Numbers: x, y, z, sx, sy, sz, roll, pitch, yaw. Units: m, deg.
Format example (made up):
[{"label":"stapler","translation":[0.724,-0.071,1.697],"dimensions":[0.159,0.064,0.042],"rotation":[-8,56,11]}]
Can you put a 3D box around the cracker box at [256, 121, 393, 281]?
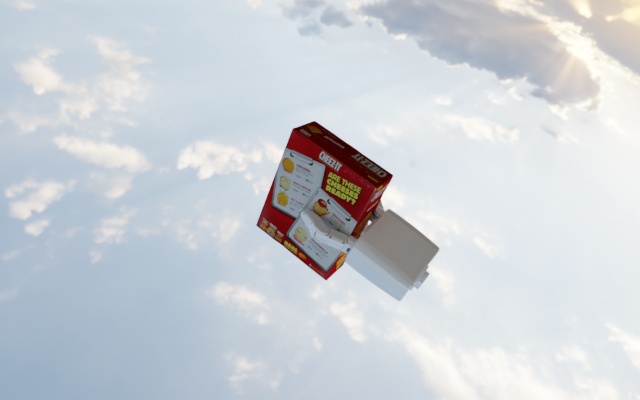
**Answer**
[{"label":"cracker box","translation":[0.000,0.003,0.792],"dimensions":[0.164,0.214,0.072],"rotation":[37,37,15]}]
